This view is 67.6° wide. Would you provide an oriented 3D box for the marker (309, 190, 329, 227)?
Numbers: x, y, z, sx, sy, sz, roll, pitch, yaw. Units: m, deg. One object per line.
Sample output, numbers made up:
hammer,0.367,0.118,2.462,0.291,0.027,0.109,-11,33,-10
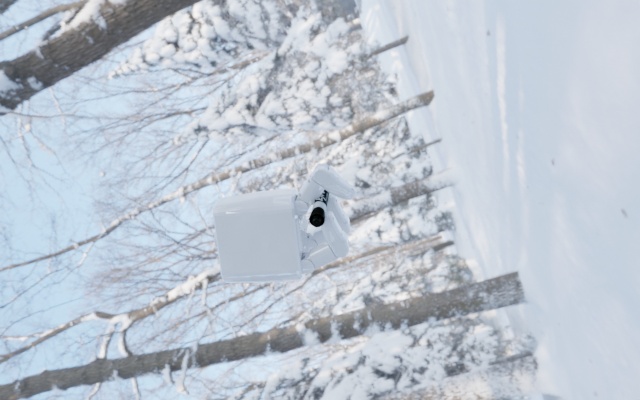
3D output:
marker,0.000,0.002,0.605,0.020,0.020,0.121,0,23,5
